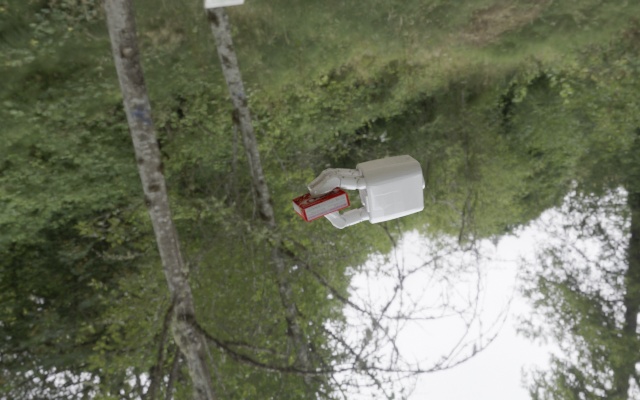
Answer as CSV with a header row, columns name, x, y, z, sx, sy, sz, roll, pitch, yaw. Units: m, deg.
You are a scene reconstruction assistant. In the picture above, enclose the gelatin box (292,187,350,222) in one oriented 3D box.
name,x,y,z,sx,sy,sz,roll,pitch,yaw
gelatin box,0.000,0.003,0.883,0.089,0.030,0.073,-21,20,-14
